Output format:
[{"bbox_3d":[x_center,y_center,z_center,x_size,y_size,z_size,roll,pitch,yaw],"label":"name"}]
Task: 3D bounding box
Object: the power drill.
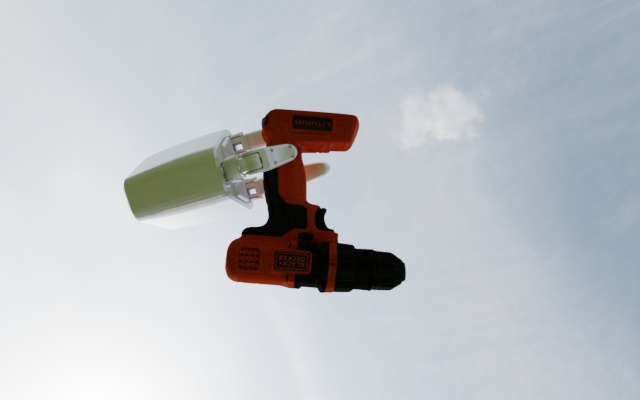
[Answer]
[{"bbox_3d":[0.000,0.001,0.503,0.184,0.187,0.057,5,-16,-5],"label":"power drill"}]
